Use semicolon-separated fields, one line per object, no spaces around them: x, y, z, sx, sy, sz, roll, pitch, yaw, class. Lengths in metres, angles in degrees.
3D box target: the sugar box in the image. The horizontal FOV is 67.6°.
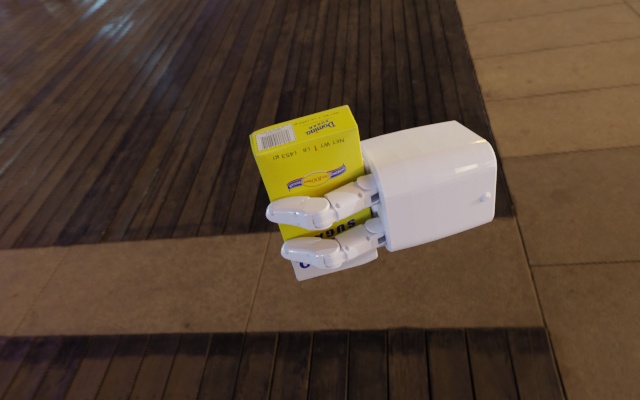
0.000;0.002;0.469;0.093;0.176;0.048;-15;40;0;sugar box
